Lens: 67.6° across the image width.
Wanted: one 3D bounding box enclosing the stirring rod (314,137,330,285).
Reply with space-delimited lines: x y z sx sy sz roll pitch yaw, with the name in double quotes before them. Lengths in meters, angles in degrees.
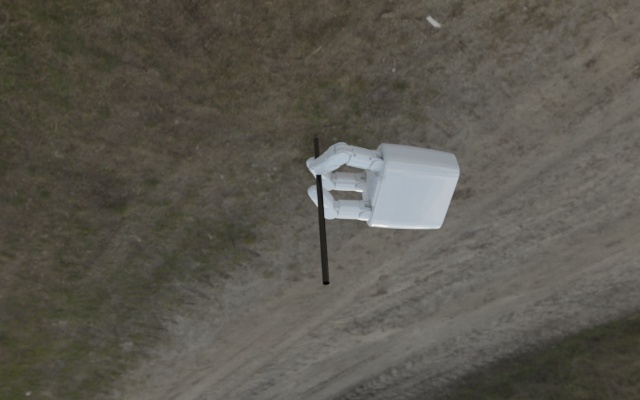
"stirring rod" 0.000 0.002 0.609 0.011 0.239 0.011 -2 -41 -2
